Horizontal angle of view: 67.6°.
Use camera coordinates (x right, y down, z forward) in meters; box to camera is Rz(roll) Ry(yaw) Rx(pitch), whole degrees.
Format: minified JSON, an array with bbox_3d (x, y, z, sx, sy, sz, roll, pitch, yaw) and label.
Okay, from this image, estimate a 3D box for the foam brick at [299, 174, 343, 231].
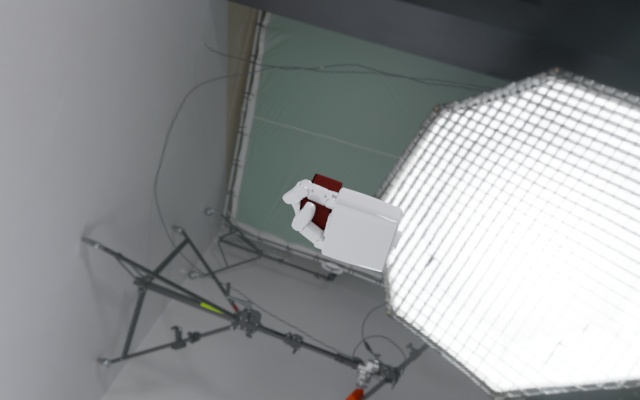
[{"bbox_3d":[0.000,0.002,0.813,0.051,0.053,0.078,18,44,8],"label":"foam brick"}]
